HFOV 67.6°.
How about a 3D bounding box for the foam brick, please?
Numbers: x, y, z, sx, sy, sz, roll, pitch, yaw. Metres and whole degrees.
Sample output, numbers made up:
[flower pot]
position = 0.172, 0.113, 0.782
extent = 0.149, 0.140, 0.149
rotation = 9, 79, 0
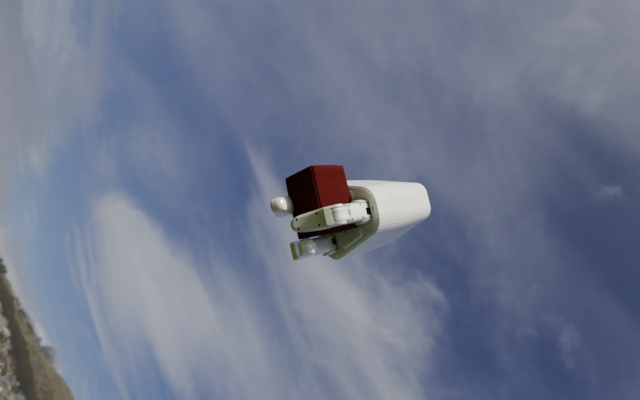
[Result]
[foam brick]
position = 0.000, 0.002, 0.561
extent = 0.051, 0.078, 0.053
rotation = -8, -7, -41
